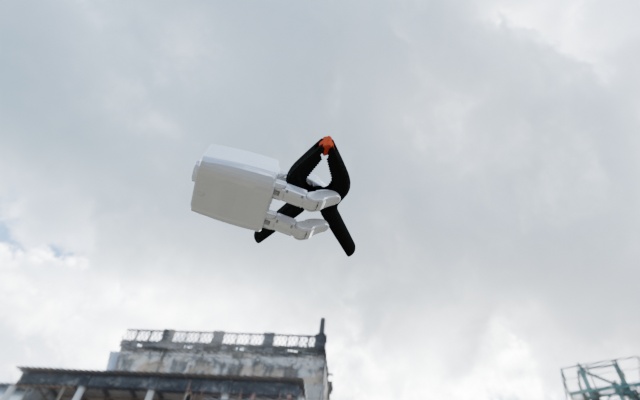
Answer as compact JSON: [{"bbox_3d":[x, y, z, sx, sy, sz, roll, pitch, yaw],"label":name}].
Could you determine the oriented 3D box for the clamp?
[{"bbox_3d":[0.000,0.001,0.723,0.164,0.210,0.036,14,35,-10],"label":"clamp"}]
